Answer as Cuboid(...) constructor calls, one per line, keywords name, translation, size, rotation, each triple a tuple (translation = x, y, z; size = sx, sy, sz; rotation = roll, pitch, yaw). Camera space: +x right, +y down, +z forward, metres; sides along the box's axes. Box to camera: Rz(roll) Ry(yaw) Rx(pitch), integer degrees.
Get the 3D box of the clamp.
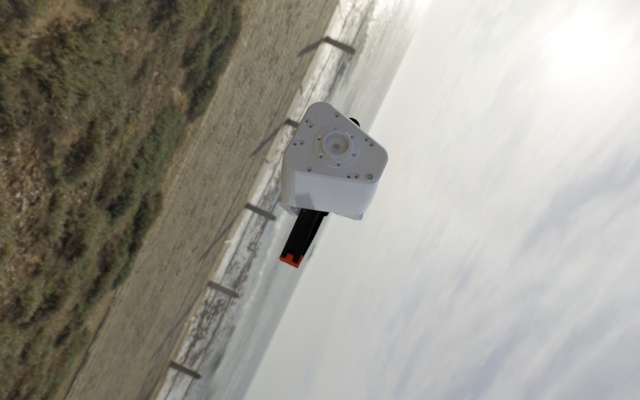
Cuboid(name="clamp", translation=(0.001, 0.003, 0.688), size=(0.036, 0.210, 0.165), rotation=(24, -18, 7))
